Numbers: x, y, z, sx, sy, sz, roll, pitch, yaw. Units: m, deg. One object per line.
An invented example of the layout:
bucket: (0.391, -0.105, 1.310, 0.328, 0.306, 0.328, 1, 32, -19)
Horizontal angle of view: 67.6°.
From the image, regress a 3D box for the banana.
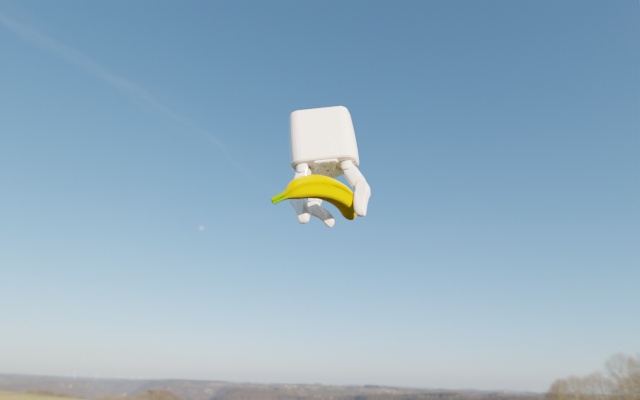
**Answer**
banana: (0.011, -0.007, 0.772, 0.070, 0.037, 0.198, -33, -31, 33)
